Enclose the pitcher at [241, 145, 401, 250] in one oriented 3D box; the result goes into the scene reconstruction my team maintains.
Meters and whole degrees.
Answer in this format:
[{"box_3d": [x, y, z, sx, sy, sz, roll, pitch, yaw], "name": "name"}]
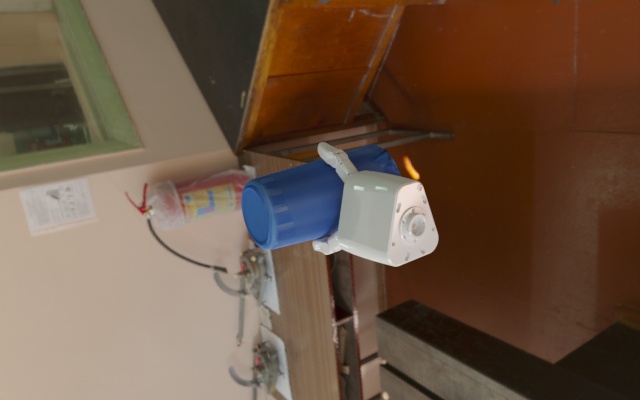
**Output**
[{"box_3d": [0.000, 0.002, 0.768, 0.243, 0.149, 0.145, -15, 18, -31], "name": "pitcher"}]
